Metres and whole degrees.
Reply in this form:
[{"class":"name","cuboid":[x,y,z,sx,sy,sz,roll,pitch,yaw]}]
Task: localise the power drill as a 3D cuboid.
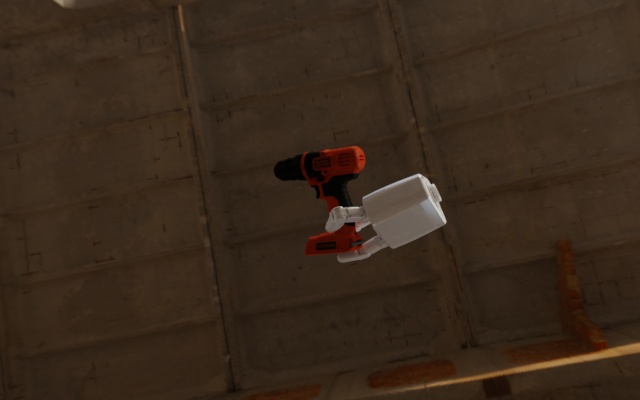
[{"class":"power drill","cuboid":[0.000,0.003,0.864,0.184,0.187,0.057,-7,0,32]}]
